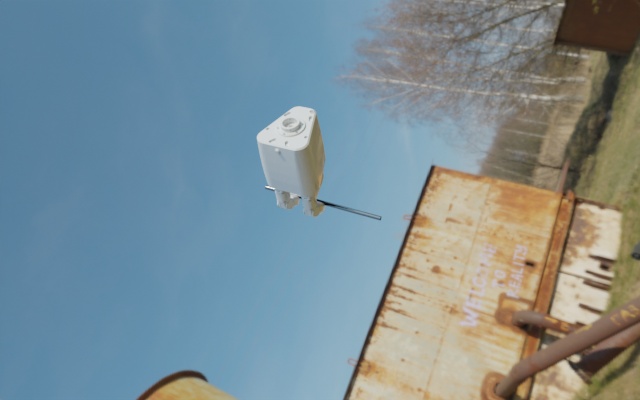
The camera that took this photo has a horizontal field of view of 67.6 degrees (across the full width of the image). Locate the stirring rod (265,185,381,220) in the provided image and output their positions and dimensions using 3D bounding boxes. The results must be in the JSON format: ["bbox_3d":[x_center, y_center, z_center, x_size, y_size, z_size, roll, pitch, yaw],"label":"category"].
[{"bbox_3d":[0.000,0.003,0.899,0.239,0.011,0.011,15,6,22],"label":"stirring rod"}]
